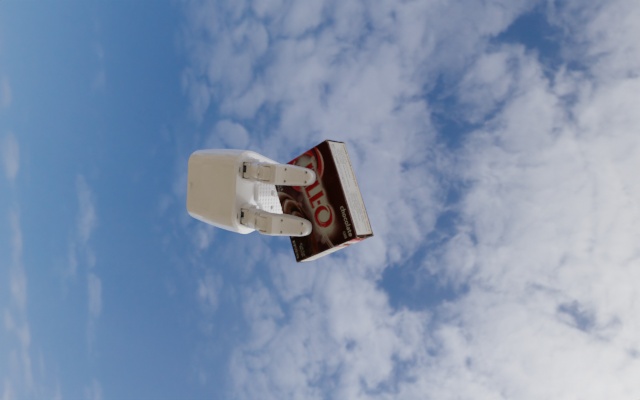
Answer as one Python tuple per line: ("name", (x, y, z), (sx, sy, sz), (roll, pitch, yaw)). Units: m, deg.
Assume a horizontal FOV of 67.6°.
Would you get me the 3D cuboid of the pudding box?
("pudding box", (0.000, 0.002, 0.527), (0.090, 0.113, 0.039), (-27, -14, 38))
